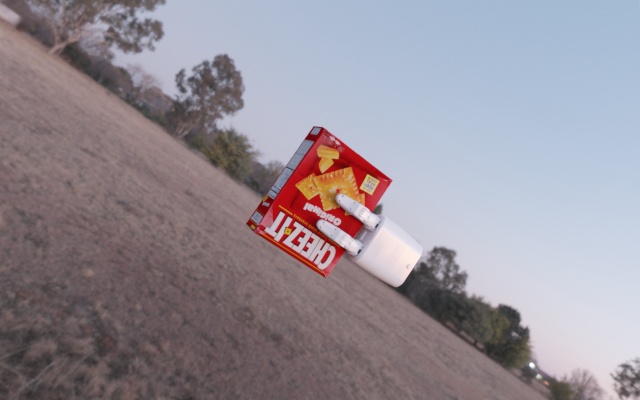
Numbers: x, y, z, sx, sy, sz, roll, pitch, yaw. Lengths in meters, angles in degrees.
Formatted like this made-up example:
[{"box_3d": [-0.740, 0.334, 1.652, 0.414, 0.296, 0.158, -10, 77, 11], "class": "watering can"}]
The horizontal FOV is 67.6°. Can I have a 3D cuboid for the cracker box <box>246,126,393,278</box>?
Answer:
[{"box_3d": [0.000, 0.003, 0.840, 0.164, 0.213, 0.072, 35, -3, -21], "class": "cracker box"}]
